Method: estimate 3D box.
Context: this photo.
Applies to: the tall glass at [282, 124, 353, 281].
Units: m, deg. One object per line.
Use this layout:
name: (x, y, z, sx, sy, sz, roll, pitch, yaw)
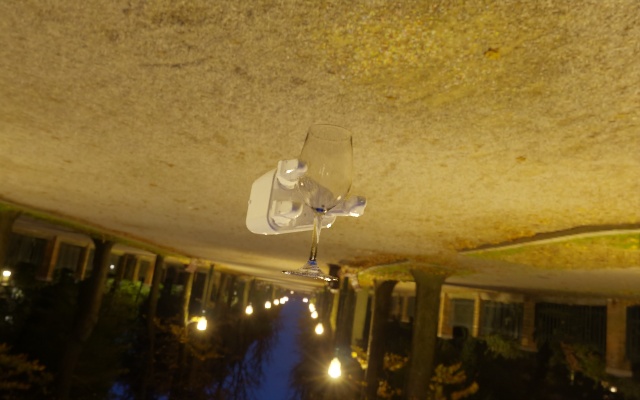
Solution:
tall glass: (0.000, 0.003, 0.640, 0.079, 0.201, 0.079, 8, -11, 2)
